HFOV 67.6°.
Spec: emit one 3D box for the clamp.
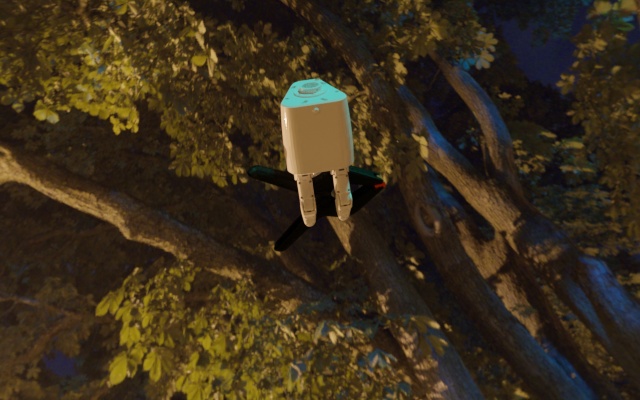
[{"bbox_3d":[0.001,0.002,0.766,0.210,0.165,0.036,-9,35,-5],"label":"clamp"}]
